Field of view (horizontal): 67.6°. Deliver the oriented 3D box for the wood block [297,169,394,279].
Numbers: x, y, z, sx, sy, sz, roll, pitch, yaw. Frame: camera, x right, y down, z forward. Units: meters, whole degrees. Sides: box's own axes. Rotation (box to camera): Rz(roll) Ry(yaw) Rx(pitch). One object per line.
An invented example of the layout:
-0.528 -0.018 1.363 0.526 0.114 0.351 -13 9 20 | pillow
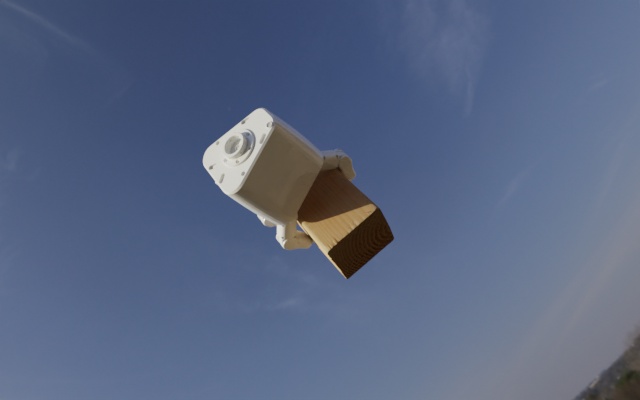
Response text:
0.000 0.002 0.695 0.206 0.091 0.090 46 -6 38 | wood block
